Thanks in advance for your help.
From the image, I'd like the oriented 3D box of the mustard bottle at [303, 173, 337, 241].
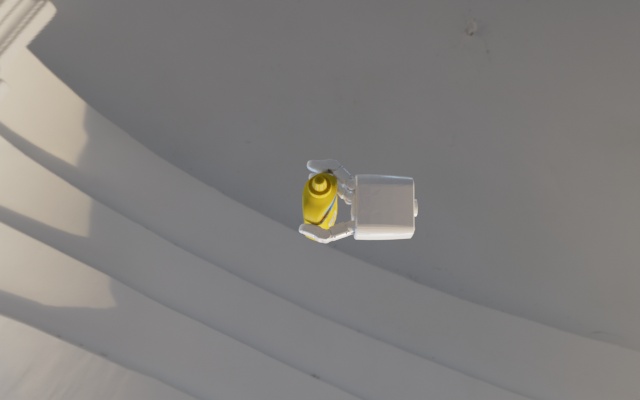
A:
[{"bbox_3d":[0.000,0.003,0.887,0.058,0.096,0.192,23,-21,10],"label":"mustard bottle"}]
